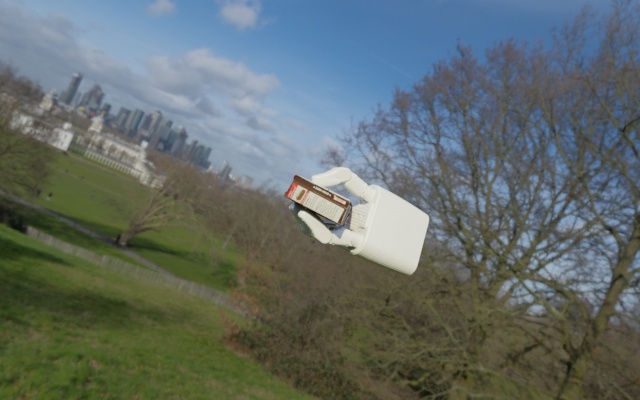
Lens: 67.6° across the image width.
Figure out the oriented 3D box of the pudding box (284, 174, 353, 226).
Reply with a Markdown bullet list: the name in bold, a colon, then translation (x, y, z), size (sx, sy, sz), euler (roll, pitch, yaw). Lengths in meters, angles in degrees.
- **pudding box**: translation (0.000, 0.002, 0.702), size (0.090, 0.039, 0.113), euler (26, -3, 6)
